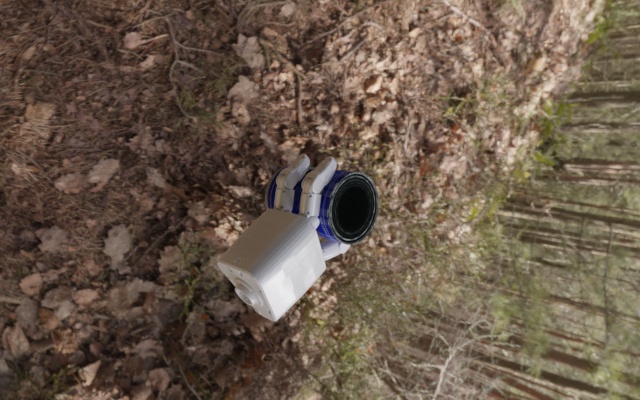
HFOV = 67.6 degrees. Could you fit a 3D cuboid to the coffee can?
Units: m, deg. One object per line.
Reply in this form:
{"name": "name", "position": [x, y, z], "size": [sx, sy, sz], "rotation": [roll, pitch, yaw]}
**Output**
{"name": "coffee can", "position": [0.000, 0.002, 0.707], "size": [0.103, 0.103, 0.140], "rotation": [0, 7, -44]}
